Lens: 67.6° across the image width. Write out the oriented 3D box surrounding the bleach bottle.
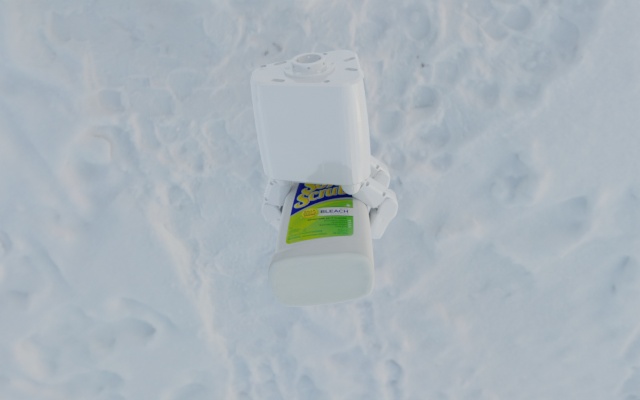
[{"bbox_3d":[0.000,0.002,0.539,0.102,0.068,0.250,-6,36,3],"label":"bleach bottle"}]
